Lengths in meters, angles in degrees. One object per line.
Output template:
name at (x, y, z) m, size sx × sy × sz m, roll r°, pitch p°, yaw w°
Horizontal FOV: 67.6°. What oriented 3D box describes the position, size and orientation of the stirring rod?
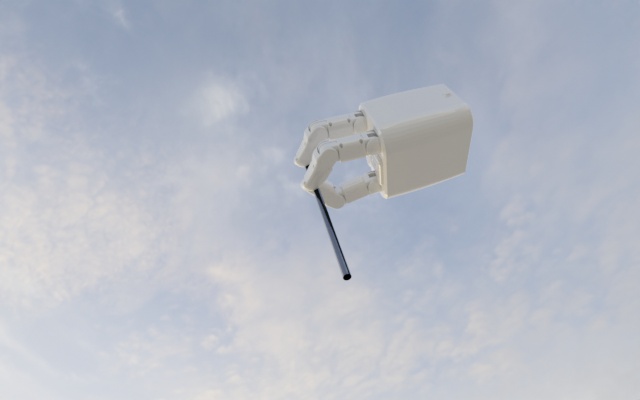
stirring rod at (0.000, 0.002, 0.517) m, size 0.011 × 0.011 × 0.239 m, roll 0°, pitch 33°, yaw -14°
